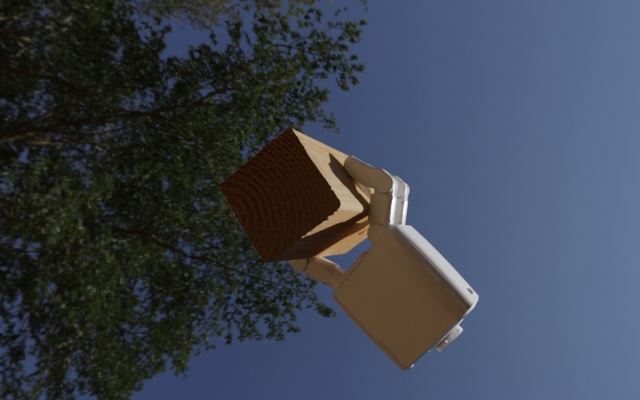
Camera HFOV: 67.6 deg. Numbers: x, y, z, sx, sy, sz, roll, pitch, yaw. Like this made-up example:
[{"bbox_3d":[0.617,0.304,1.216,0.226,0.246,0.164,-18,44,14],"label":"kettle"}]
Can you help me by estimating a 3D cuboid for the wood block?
[{"bbox_3d":[0.000,0.002,0.513,0.091,0.090,0.206,-38,-16,15],"label":"wood block"}]
